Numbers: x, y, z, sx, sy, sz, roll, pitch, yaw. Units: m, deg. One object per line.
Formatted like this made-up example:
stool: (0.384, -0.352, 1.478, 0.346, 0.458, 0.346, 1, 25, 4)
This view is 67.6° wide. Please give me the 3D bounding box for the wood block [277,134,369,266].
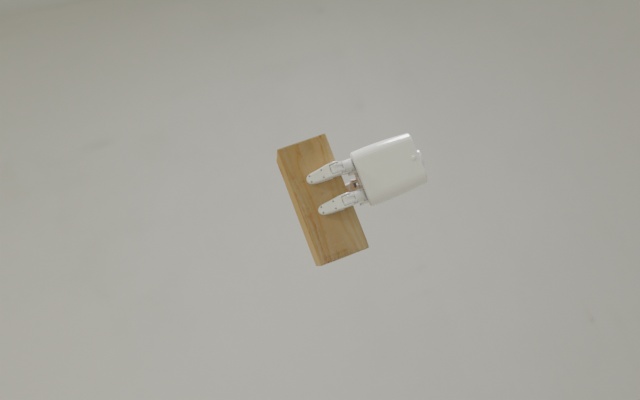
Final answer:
wood block: (0.000, 0.003, 0.835, 0.090, 0.206, 0.091, -20, -5, -7)
